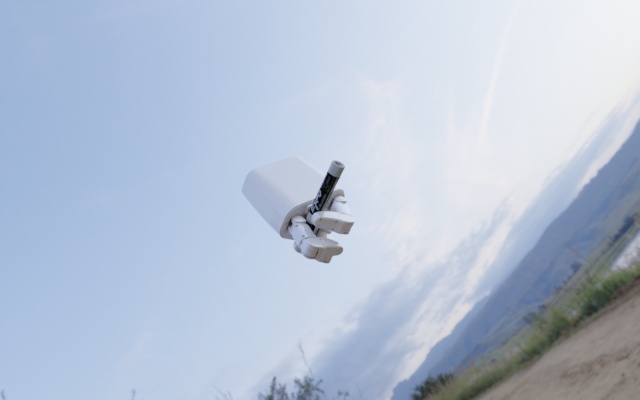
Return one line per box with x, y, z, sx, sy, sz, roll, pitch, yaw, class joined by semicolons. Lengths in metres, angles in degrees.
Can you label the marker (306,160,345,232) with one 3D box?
0.000;0.002;0.640;0.020;0.121;0.020;20;25;-10;marker
